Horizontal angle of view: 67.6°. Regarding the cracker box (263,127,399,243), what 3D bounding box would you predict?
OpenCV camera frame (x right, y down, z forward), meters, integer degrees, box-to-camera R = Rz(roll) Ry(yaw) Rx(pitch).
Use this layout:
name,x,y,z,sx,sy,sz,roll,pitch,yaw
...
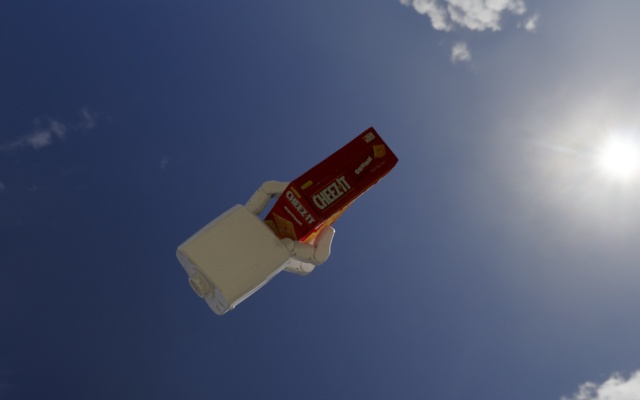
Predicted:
name,x,y,z,sx,sy,sz,roll,pitch,yaw
cracker box,0.000,0.002,0.714,0.164,0.072,0.214,-37,-5,-32
